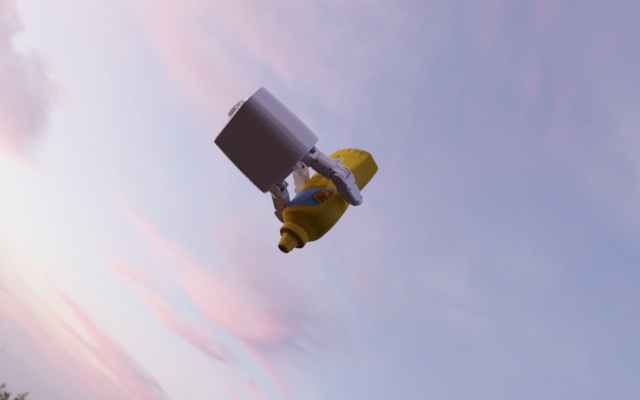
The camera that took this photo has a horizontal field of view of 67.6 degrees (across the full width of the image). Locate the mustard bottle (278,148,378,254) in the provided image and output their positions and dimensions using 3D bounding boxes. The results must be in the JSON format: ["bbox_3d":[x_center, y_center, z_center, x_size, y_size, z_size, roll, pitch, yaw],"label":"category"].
[{"bbox_3d":[0.000,0.002,0.686,0.096,0.058,0.191,-2,39,45],"label":"mustard bottle"}]
